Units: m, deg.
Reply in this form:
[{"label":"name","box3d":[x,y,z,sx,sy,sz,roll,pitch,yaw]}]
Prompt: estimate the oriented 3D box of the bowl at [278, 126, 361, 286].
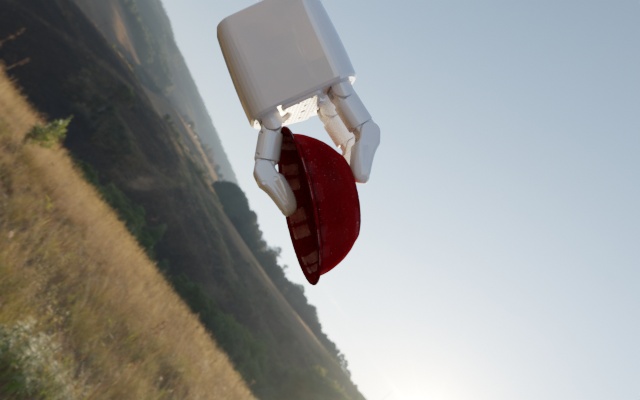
[{"label":"bowl","box3d":[0.001,0.003,0.485,0.055,0.162,0.162,-10,2,-13]}]
